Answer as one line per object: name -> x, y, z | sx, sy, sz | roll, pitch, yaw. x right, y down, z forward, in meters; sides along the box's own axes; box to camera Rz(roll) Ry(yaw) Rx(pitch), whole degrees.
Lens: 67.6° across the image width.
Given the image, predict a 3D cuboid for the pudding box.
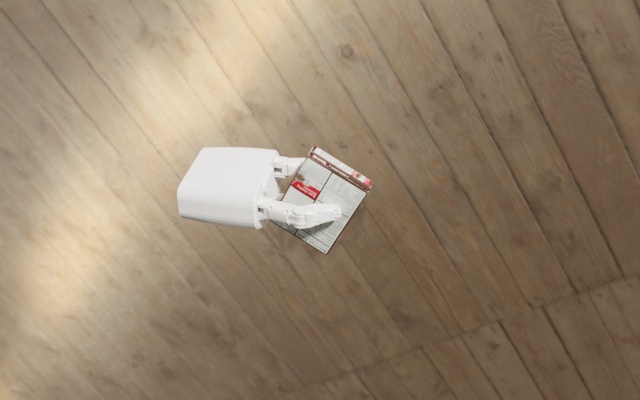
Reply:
pudding box -> 0.000, 0.002, 0.606 | 0.090, 0.113, 0.039 | 31, 29, -1
